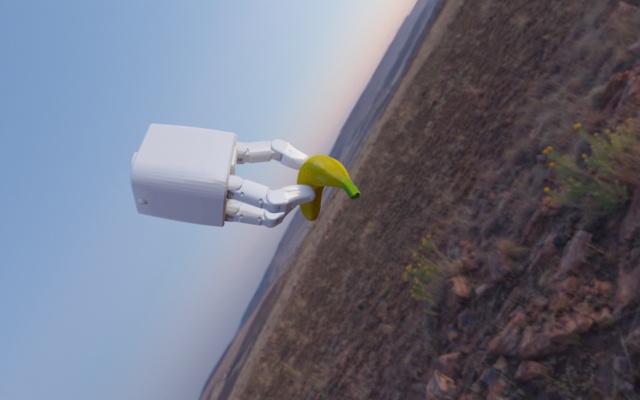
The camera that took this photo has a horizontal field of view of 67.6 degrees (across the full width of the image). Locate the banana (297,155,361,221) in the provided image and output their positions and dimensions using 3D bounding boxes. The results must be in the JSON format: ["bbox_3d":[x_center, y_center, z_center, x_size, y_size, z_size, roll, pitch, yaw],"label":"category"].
[{"bbox_3d":[-0.005,-0.016,0.596,0.037,0.069,0.198,-16,-5,-15],"label":"banana"}]
